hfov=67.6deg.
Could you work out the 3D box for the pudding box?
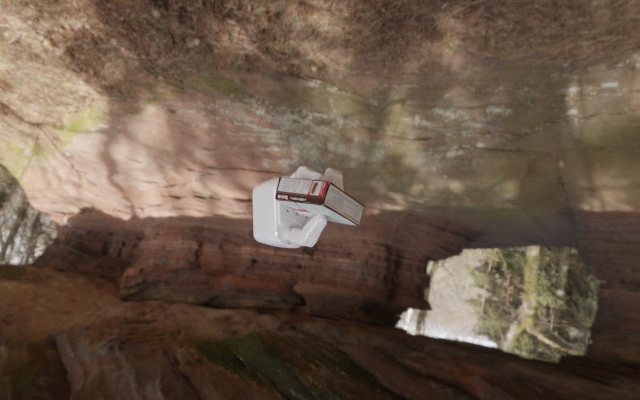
[{"bbox_3d":[0.000,0.002,0.708,0.090,0.039,0.113,6,-13,33],"label":"pudding box"}]
